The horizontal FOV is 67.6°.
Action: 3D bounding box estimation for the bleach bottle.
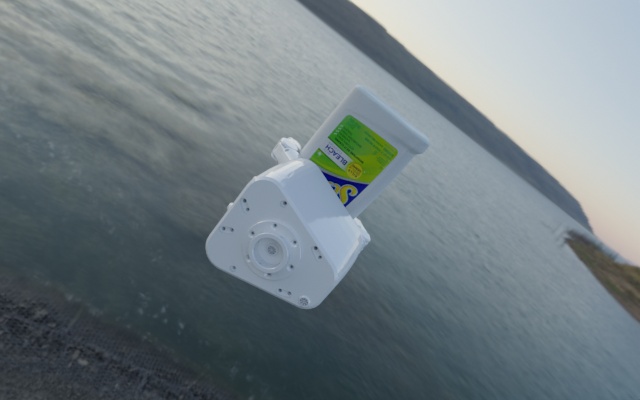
[{"bbox_3d":[0.000,0.002,0.527,0.102,0.251,0.068,40,17,3],"label":"bleach bottle"}]
